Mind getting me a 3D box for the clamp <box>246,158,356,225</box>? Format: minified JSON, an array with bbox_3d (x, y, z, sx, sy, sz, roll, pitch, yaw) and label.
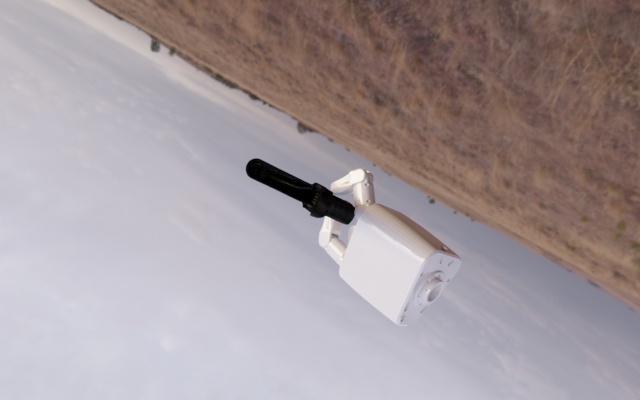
[{"bbox_3d":[0.000,0.002,0.578,0.171,0.039,0.120,20,15,-49],"label":"clamp"}]
